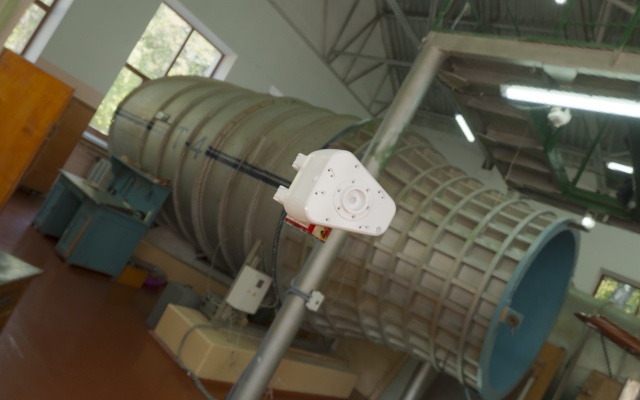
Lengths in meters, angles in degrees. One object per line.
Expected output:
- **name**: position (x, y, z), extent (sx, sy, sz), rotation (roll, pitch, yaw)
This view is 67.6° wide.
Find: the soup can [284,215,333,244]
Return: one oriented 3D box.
- **soup can**: position (0.000, 0.002, 0.692), extent (0.068, 0.102, 0.068), rotation (29, -5, 3)
